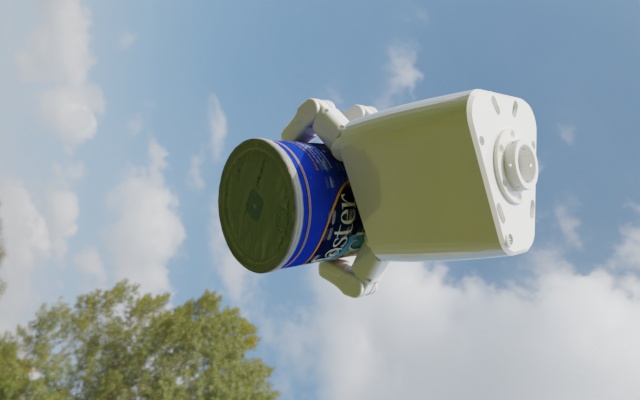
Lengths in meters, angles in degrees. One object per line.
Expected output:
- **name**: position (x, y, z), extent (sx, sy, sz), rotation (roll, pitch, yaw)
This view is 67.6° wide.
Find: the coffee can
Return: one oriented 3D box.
- **coffee can**: position (0.000, 0.001, 0.408), extent (0.140, 0.103, 0.103), rotation (-3, 2, -43)
